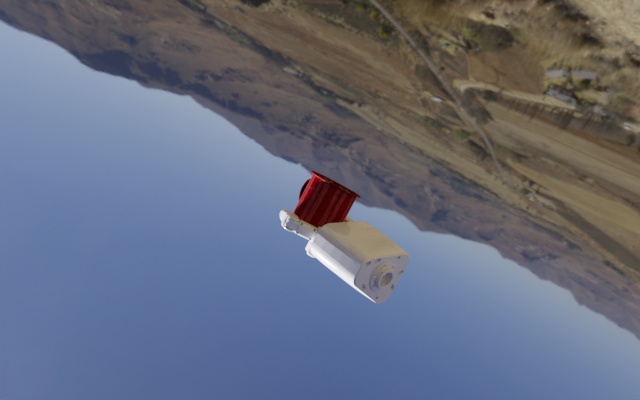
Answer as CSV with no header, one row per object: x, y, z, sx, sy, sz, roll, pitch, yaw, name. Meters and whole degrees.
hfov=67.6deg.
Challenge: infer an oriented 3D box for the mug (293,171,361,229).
-0.001,0.002,0.804,0.093,0.081,0.117,23,8,-43,mug
